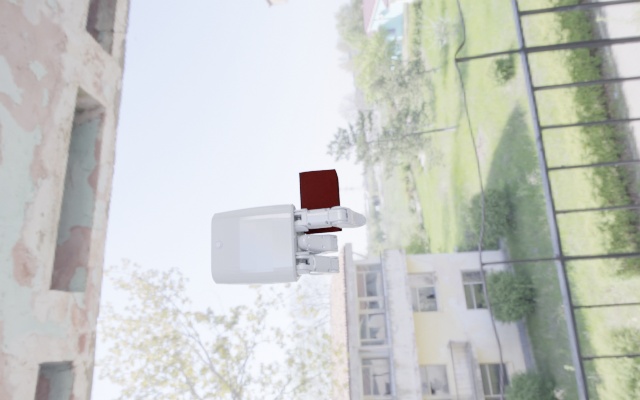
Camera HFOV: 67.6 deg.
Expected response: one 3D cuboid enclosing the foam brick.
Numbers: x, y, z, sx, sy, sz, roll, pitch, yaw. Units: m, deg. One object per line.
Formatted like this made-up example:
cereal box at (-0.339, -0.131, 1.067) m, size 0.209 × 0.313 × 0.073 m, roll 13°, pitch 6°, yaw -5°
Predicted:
foam brick at (0.000, 0.002, 0.640) m, size 0.051 × 0.078 × 0.053 m, roll -5°, pitch -15°, yaw 6°
